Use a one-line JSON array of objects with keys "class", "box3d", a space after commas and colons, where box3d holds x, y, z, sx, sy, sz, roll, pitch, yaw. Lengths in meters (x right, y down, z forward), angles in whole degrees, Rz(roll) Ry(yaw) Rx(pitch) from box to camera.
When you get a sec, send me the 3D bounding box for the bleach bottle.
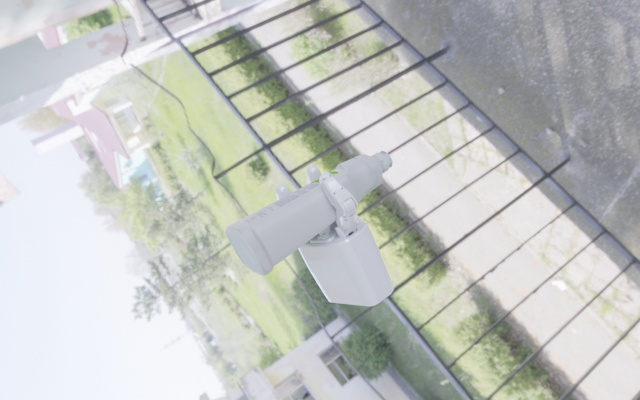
[{"class": "bleach bottle", "box3d": [0.000, 0.002, 0.643, 0.251, 0.068, 0.102, -32, 15, -21]}]
